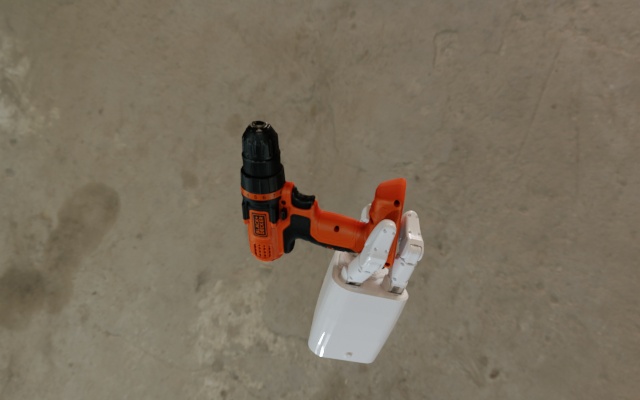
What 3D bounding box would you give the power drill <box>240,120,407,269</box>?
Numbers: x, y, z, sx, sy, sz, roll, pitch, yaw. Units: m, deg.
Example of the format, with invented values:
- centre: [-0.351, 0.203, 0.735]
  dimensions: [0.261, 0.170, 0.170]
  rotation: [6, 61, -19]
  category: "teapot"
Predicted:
- centre: [0.001, 0.002, 0.547]
  dimensions: [0.187, 0.185, 0.057]
  rotation: [9, 37, 11]
  category: "power drill"
